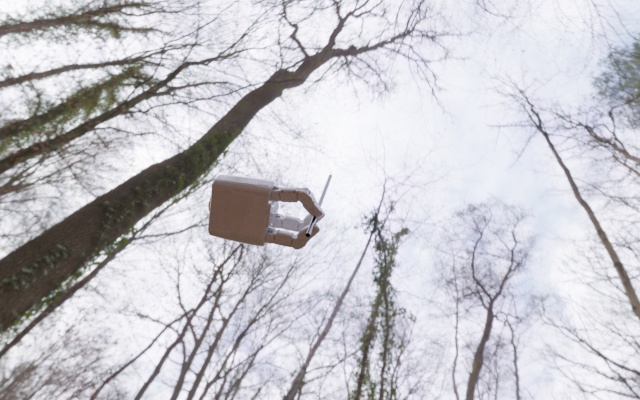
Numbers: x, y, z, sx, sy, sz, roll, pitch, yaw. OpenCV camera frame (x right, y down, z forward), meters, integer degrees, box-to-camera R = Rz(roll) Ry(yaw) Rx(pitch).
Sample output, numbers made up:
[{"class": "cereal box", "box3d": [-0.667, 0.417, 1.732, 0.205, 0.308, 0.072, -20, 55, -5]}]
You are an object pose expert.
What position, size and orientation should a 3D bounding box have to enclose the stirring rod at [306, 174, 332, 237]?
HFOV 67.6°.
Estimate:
[{"class": "stirring rod", "box3d": [0.000, 0.003, 0.891, 0.011, 0.011, 0.239, 0, 27, 11]}]
